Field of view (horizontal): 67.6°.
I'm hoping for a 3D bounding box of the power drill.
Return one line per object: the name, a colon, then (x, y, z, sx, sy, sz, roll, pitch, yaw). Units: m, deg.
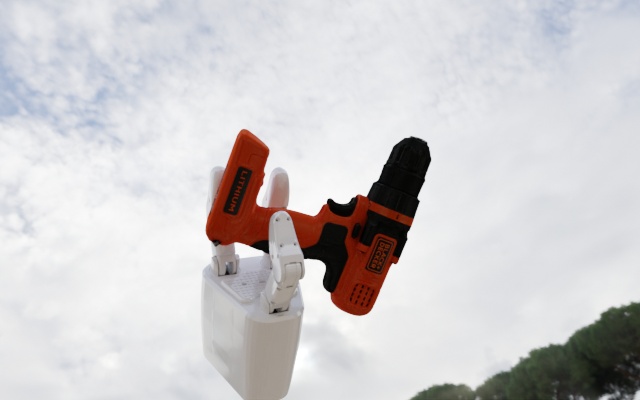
power drill: (0.000, 0.002, 0.450, 0.187, 0.184, 0.057, 21, 2, -13)
